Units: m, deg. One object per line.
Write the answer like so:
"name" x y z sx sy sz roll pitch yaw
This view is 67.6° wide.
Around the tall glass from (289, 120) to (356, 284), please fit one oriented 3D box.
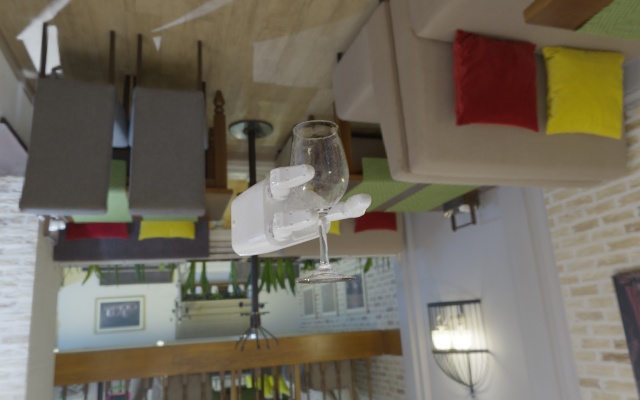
"tall glass" 0.000 0.003 0.609 0.079 0.201 0.079 -3 -14 -1
